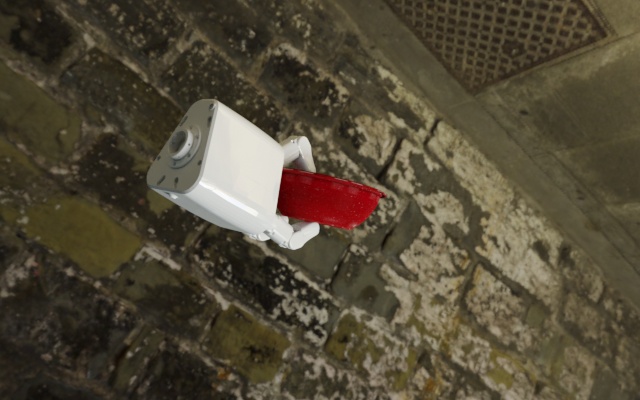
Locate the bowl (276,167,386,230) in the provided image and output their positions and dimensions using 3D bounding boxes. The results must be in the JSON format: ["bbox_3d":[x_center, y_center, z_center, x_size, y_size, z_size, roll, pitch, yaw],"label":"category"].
[{"bbox_3d":[0.001,0.003,0.616,0.162,0.055,0.162,12,-3,1],"label":"bowl"}]
